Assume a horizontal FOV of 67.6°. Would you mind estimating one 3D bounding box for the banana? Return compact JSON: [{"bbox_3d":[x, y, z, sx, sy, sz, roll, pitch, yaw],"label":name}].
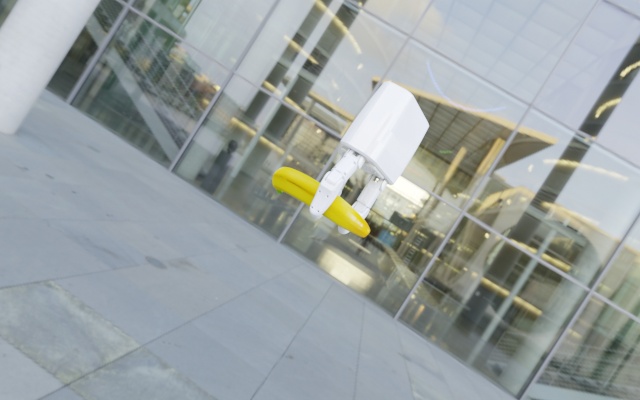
[{"bbox_3d":[-0.012,-0.007,0.676,0.197,0.037,0.070,29,-9,42],"label":"banana"}]
